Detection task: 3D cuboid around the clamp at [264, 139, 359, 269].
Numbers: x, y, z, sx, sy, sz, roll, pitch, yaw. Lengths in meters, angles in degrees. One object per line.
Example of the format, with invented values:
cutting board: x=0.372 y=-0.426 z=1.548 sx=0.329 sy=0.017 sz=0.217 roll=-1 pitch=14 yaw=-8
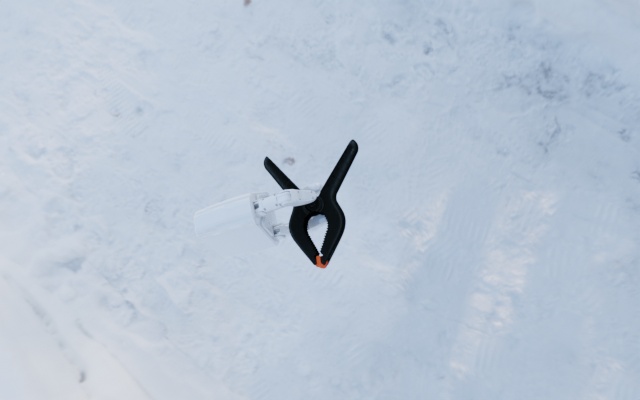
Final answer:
clamp: x=0.000 y=0.003 z=0.776 sx=0.164 sy=0.210 sz=0.036 roll=-17 pitch=-17 yaw=13
